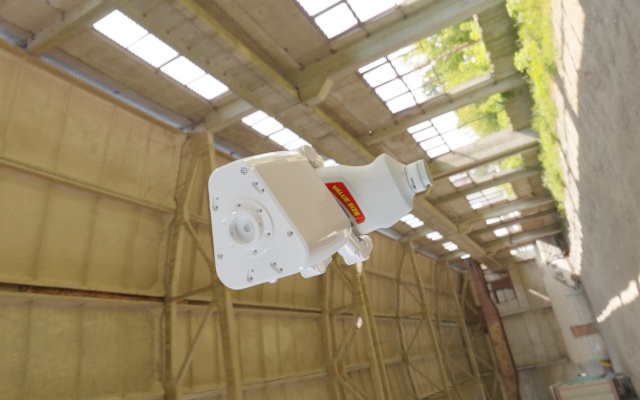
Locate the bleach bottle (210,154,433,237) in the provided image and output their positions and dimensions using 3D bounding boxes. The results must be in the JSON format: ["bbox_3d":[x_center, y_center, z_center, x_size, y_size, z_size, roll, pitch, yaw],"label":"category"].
[{"bbox_3d":[0.000,0.002,0.543,0.251,0.102,0.068,-20,-1,23],"label":"bleach bottle"}]
